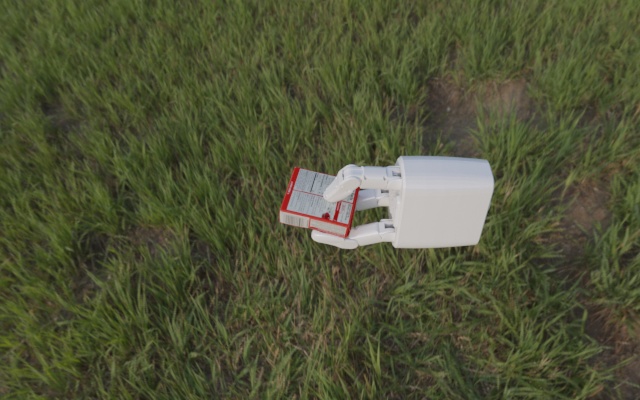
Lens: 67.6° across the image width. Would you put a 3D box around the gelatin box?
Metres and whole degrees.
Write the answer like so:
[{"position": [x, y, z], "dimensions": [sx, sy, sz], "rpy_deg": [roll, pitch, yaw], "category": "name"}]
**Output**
[{"position": [0.000, 0.002, 0.598], "dimensions": [0.089, 0.073, 0.030], "rpy_deg": [13, -36, 3], "category": "gelatin box"}]
